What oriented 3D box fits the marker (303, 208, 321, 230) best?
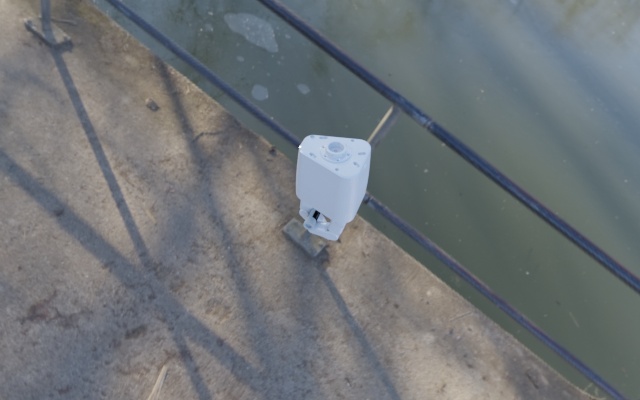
[{"bbox_3d":[0.000,0.003,0.855,0.020,0.020,0.121,0,44,30],"label":"marker"}]
